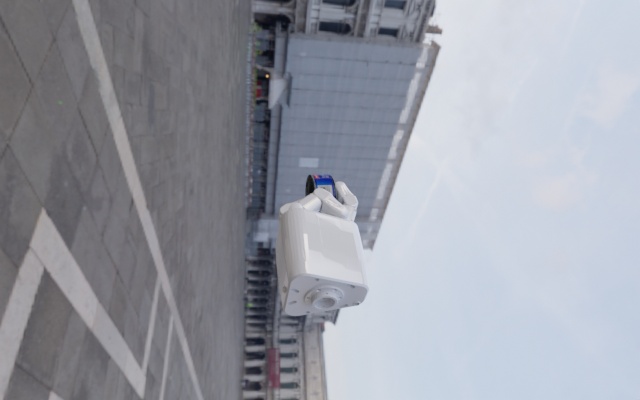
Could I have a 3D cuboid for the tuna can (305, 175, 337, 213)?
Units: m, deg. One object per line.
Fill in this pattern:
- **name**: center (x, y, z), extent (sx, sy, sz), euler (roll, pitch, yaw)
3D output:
- **tuna can**: center (0.001, 0.002, 0.737), extent (0.034, 0.086, 0.086), euler (-2, 0, -12)
